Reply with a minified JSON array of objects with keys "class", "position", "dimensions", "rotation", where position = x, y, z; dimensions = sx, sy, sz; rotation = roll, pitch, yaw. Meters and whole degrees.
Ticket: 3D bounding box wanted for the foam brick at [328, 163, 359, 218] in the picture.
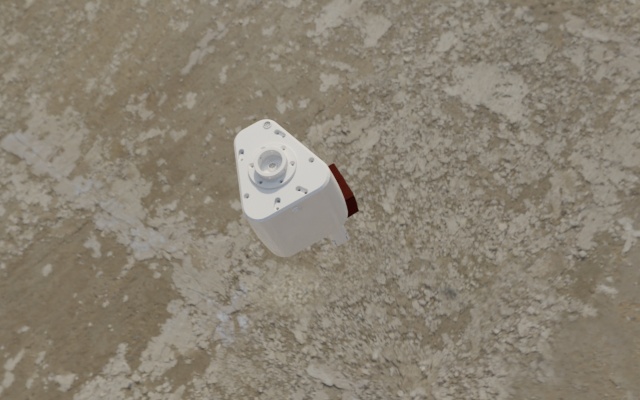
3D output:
[{"class":"foam brick","position":[0.000,0.002,0.583],"dimensions":[0.078,0.053,0.051],"rotation":[-29,-26,-2]}]
